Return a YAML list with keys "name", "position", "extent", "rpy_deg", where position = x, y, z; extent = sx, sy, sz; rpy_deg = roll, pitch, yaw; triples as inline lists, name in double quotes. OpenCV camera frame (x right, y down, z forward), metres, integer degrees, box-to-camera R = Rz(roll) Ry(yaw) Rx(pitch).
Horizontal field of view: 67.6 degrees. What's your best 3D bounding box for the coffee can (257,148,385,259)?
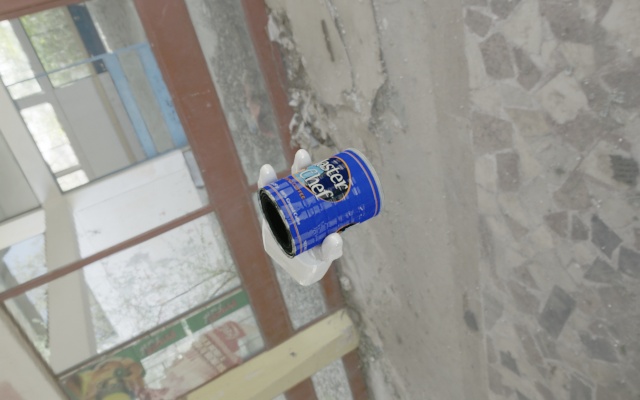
- name: "coffee can"
  position: [0.000, 0.002, 0.644]
  extent: [0.140, 0.103, 0.103]
  rpy_deg: [-25, 9, -19]
